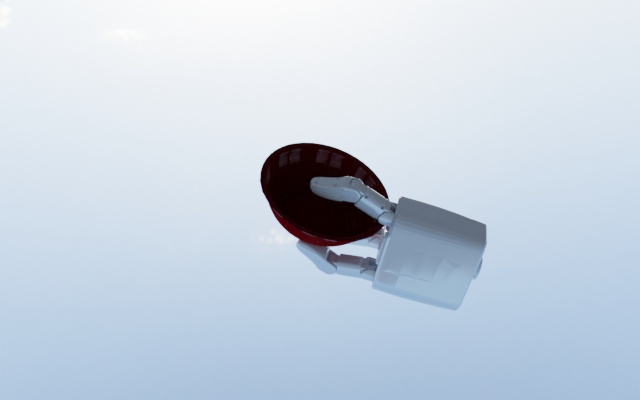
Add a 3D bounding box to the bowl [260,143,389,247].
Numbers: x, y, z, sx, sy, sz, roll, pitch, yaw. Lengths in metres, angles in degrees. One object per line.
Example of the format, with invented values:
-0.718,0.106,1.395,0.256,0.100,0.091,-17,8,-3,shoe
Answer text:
-0.001,0.001,0.583,0.162,0.162,0.055,0,-42,-24,bowl
